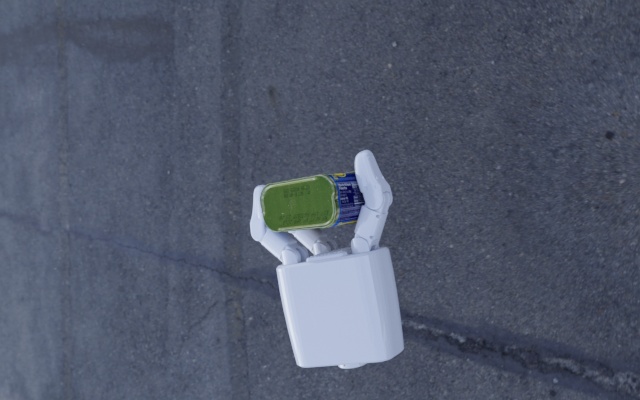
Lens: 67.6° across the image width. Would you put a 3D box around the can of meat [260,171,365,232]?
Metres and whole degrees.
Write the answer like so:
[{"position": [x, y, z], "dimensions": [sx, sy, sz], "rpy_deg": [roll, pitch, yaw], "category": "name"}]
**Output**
[{"position": [0.000, 0.002, 0.501], "dimensions": [0.102, 0.057, 0.084], "rpy_deg": [-9, -1, 37], "category": "can of meat"}]
